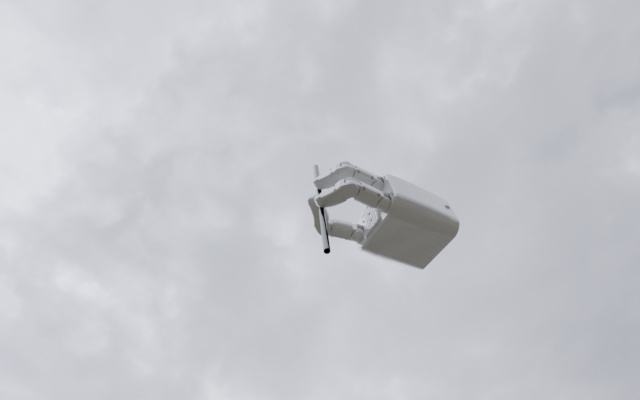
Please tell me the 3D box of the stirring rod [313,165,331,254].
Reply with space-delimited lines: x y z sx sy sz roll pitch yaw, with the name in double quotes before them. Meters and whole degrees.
"stirring rod" 0.000 0.002 0.644 0.011 0.011 0.239 0 27 -4
